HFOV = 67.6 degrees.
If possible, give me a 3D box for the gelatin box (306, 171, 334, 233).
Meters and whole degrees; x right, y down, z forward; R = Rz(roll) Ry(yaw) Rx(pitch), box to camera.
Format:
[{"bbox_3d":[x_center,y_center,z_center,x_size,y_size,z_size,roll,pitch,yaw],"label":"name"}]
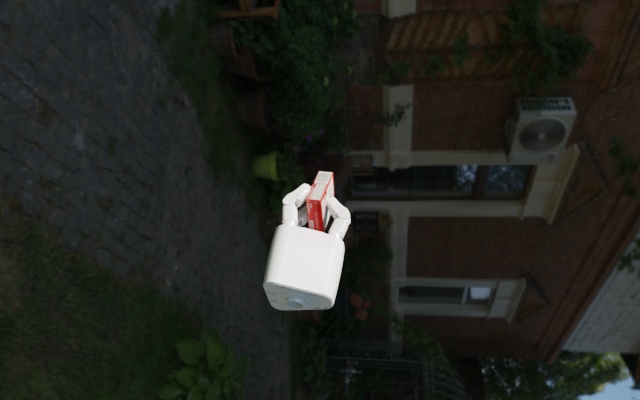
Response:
[{"bbox_3d":[0.001,0.003,0.844,0.030,0.073,0.089,7,40,14],"label":"gelatin box"}]
